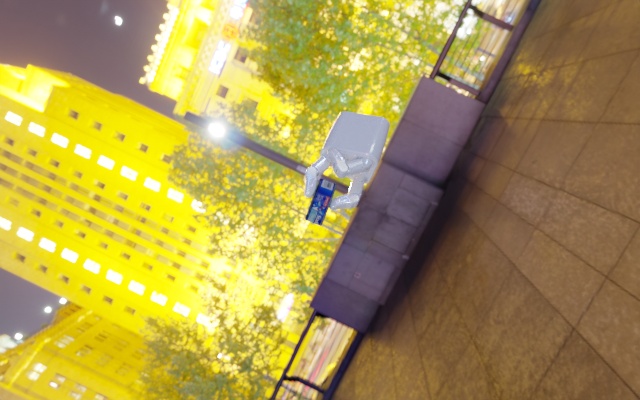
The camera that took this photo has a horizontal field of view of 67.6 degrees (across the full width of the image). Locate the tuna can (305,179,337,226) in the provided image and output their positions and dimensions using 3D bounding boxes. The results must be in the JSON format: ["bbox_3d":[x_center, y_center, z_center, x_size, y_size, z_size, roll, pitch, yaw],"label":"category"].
[{"bbox_3d":[0.000,0.003,0.895,0.034,0.086,0.086,21,-1,-2],"label":"tuna can"}]
